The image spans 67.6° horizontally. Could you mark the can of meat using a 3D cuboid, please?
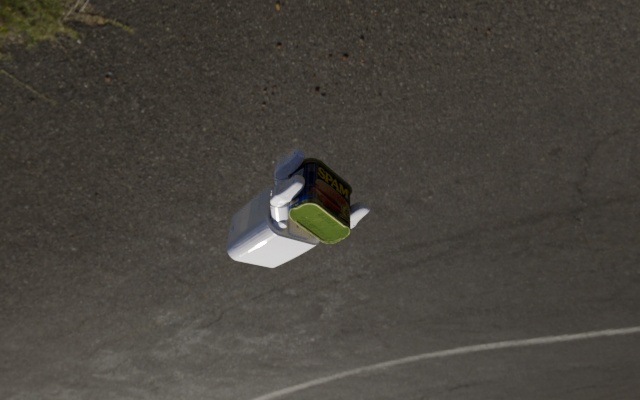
[{"bbox_3d":[0.000,0.003,0.691,0.057,0.083,0.102,-29,-51,30],"label":"can of meat"}]
